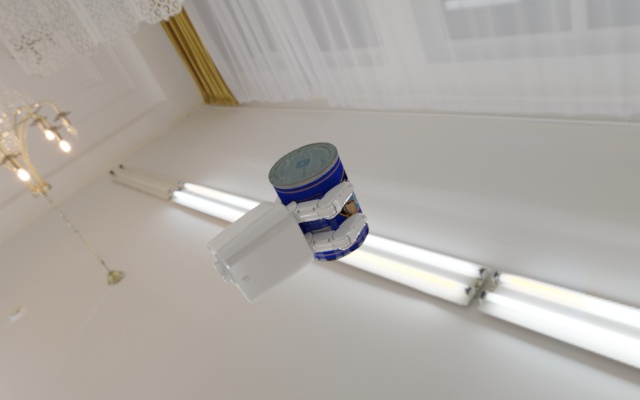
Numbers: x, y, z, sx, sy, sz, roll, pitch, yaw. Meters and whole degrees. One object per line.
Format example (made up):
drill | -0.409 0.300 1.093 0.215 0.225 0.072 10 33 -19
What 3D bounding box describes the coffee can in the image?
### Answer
coffee can | 0.000 0.002 0.689 0.103 0.140 0.102 -18 31 12
